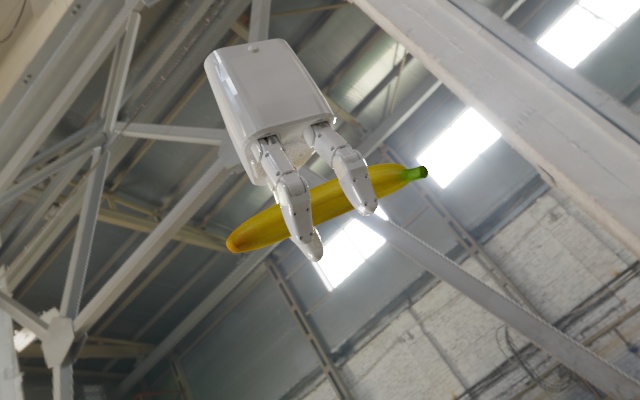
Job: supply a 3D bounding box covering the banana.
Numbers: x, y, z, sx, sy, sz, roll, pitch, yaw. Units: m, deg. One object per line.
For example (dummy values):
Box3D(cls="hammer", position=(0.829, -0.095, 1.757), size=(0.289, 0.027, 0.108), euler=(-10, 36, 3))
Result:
Box3D(cls="banana", position=(0.003, 0.002, 0.467), size=(0.198, 0.037, 0.069), euler=(-23, -4, -2))
